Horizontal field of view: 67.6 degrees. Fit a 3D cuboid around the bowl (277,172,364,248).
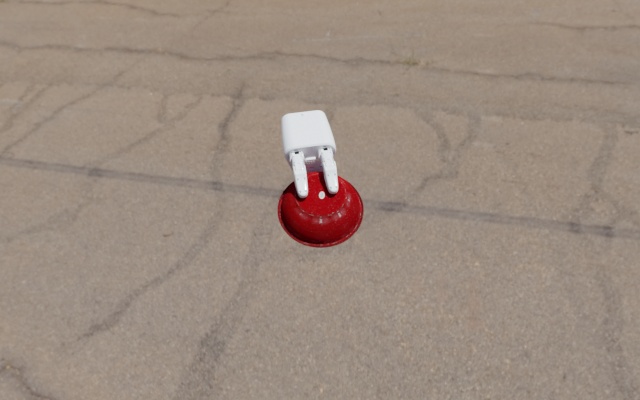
[{"bbox_3d":[0.001,0.004,0.871,0.162,0.162,0.055,0,-31,0],"label":"bowl"}]
